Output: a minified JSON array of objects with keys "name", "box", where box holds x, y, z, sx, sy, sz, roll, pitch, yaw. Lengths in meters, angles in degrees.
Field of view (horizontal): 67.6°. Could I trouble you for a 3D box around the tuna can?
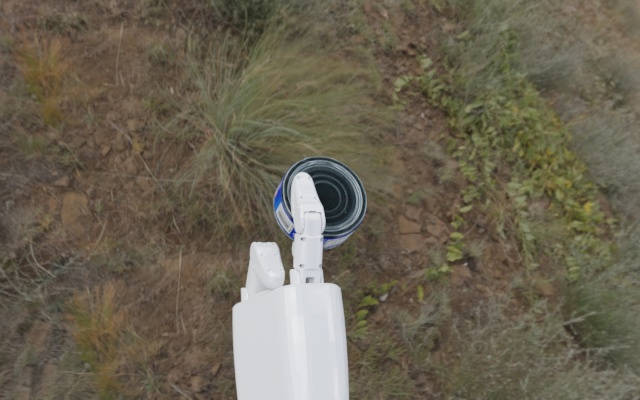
[{"name":"tuna can","box":[0.000,0.001,0.455,0.086,0.086,0.034,0,-25,-19]}]
